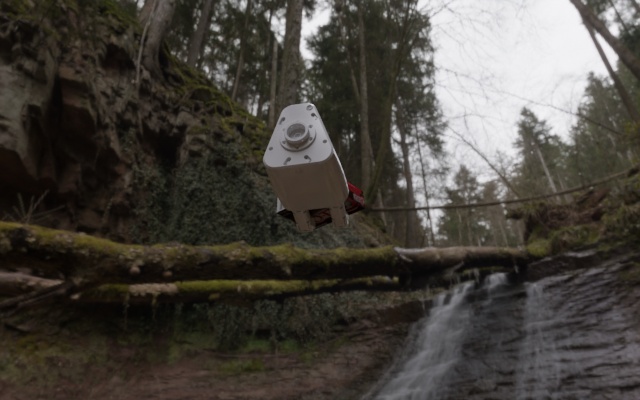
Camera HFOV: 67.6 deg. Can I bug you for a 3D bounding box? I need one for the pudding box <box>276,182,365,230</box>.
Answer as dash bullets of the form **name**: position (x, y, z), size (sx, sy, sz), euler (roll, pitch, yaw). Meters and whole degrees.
- **pudding box**: position (0.000, 0.002, 0.758), size (0.113, 0.039, 0.090), euler (-22, -35, 33)
